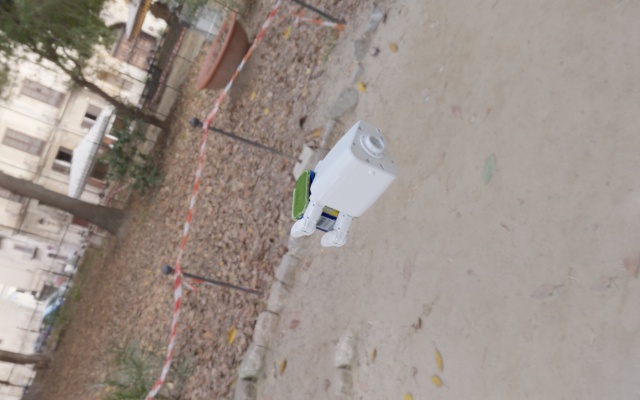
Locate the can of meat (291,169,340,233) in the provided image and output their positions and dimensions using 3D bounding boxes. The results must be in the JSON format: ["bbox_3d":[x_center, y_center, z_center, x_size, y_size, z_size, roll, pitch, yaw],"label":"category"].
[{"bbox_3d":[0.000,0.003,0.823,0.084,0.102,0.057,22,-44,-23],"label":"can of meat"}]
